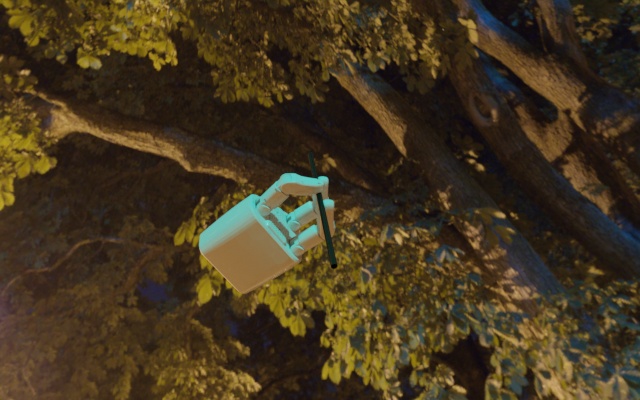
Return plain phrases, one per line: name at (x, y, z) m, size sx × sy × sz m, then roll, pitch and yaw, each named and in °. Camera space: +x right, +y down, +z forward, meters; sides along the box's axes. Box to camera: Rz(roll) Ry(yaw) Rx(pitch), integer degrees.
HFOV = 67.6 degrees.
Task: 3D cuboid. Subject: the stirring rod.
stirring rod at (0.000, 0.002, 0.641) m, size 0.011 × 0.011 × 0.239 m, roll 0°, pitch 38°, yaw -10°
